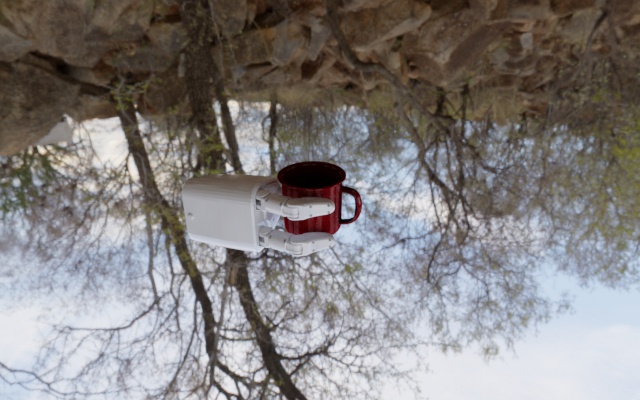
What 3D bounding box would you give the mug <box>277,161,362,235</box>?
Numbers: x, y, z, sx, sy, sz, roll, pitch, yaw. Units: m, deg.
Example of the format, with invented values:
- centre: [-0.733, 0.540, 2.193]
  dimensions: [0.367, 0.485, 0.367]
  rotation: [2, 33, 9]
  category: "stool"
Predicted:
- centre: [0.002, 0.002, 0.654]
  dimensions: [0.117, 0.081, 0.093]
  rotation: [8, 29, 16]
  category: "mug"
